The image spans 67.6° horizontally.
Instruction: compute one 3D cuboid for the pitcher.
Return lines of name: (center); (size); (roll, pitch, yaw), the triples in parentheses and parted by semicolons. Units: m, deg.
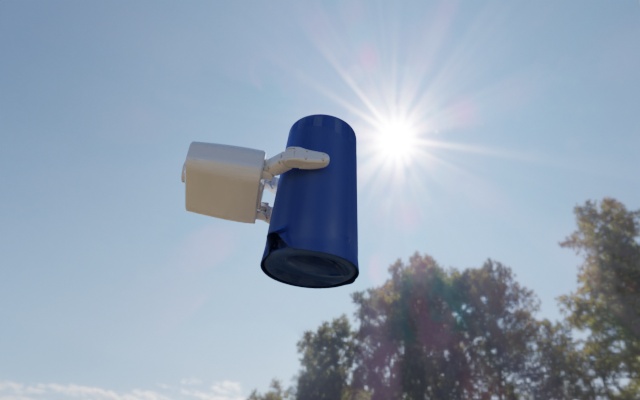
pitcher: (0.000, 0.002, 0.704); (0.145, 0.242, 0.149); (8, -31, -5)
